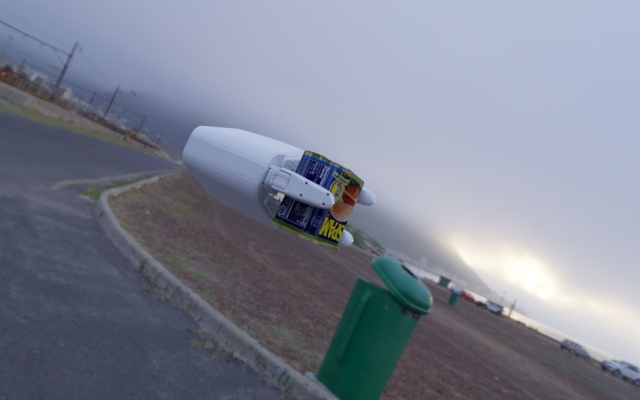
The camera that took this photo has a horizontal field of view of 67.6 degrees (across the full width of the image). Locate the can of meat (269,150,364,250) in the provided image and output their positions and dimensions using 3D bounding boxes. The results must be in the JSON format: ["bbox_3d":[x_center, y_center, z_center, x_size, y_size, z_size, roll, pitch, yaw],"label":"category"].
[{"bbox_3d":[0.000,0.001,0.515,0.057,0.084,0.102,23,-3,23],"label":"can of meat"}]
